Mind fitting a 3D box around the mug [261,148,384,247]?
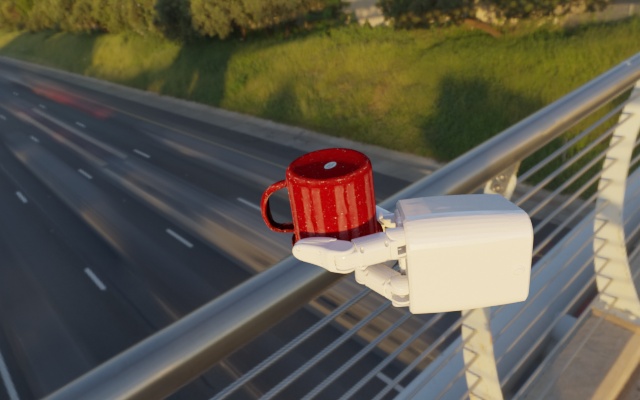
[{"bbox_3d":[-0.001,0.001,0.465,0.117,0.081,0.093,-5,28,5],"label":"mug"}]
